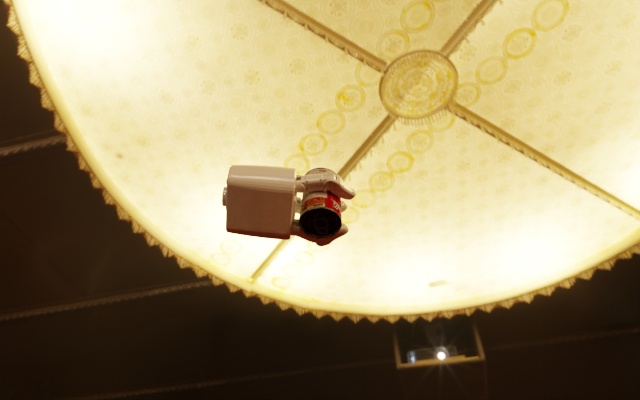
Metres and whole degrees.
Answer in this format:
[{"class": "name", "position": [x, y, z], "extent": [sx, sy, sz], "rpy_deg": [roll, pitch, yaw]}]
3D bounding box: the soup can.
[{"class": "soup can", "position": [0.001, 0.002, 0.781], "extent": [0.068, 0.069, 0.102], "rpy_deg": [0, 42, 1]}]
